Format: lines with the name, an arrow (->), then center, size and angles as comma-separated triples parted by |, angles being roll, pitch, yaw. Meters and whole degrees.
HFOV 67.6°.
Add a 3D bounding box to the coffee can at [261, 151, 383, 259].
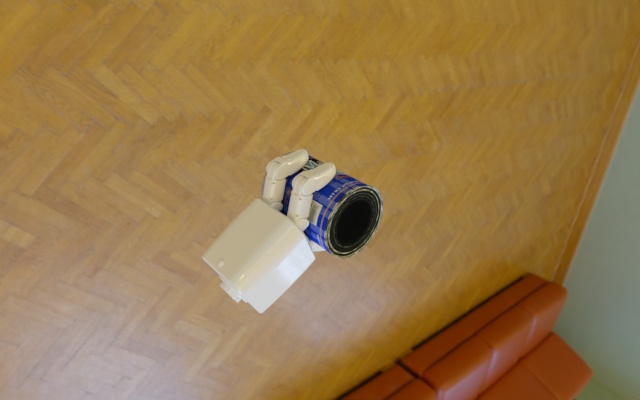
coffee can -> 0.000, 0.002, 0.653 | 0.103, 0.103, 0.140 | 0, 22, -45
